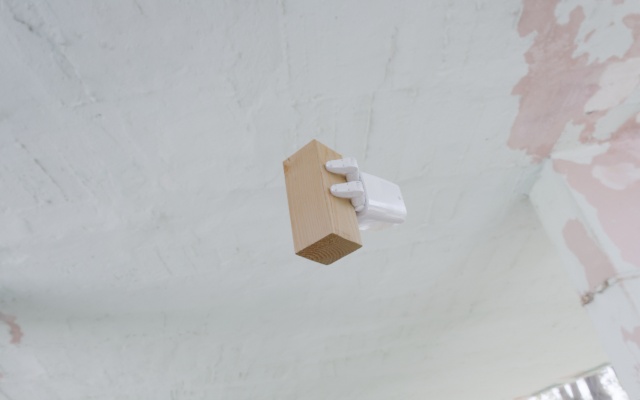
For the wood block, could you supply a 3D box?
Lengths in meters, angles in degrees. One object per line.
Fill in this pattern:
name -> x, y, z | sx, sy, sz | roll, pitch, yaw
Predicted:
wood block -> 0.000, 0.003, 0.892 | 0.091, 0.206, 0.090 | -33, -39, 30
